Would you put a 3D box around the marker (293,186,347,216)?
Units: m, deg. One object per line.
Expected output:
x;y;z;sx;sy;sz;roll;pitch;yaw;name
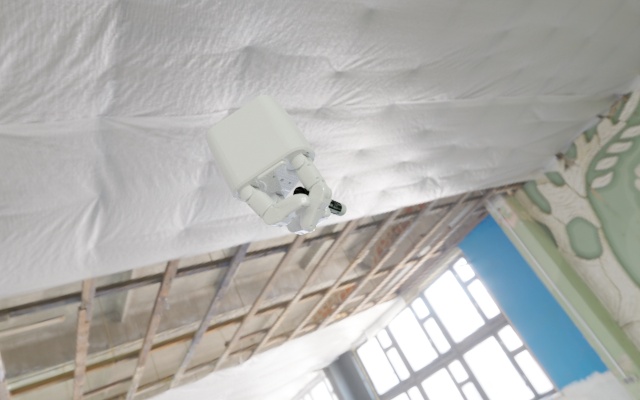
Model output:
0.000;0.002;0.624;0.020;0.020;0.121;0;-11;29;marker
